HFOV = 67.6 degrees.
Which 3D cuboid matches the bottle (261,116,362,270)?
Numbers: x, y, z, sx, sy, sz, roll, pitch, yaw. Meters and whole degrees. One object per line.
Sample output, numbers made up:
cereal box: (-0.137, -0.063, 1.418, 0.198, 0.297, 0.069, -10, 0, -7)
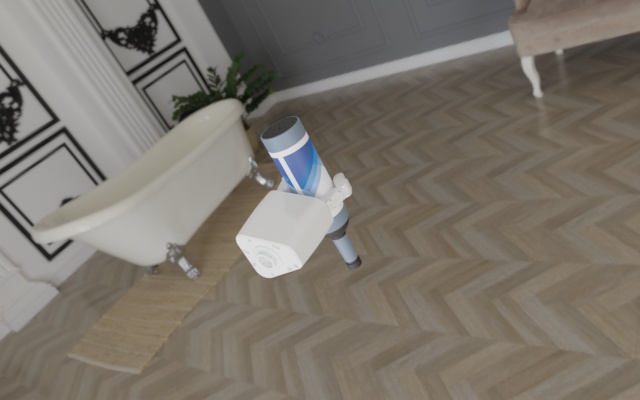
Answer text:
bottle: (0.000, 0.002, 0.799, 0.069, 0.296, 0.069, -22, 29, 13)
